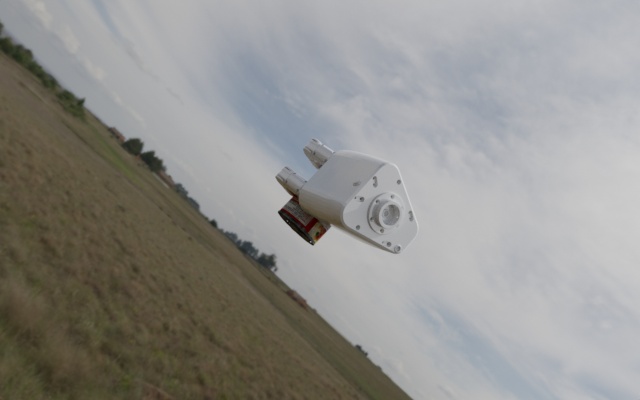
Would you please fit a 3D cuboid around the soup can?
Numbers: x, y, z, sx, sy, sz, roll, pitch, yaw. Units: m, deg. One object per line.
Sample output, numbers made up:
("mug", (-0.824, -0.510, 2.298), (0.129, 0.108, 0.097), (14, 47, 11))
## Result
("soup can", (0.000, 0.002, 0.658), (0.068, 0.102, 0.068), (41, -11, 10))
